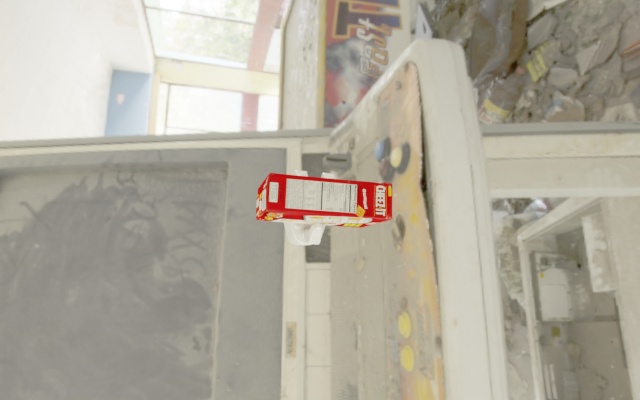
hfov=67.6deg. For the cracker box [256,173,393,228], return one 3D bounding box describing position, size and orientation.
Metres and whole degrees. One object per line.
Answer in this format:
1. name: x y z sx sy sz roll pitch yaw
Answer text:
1. cracker box: 0.000 0.003 0.849 0.214 0.072 0.164 4 -8 -13
